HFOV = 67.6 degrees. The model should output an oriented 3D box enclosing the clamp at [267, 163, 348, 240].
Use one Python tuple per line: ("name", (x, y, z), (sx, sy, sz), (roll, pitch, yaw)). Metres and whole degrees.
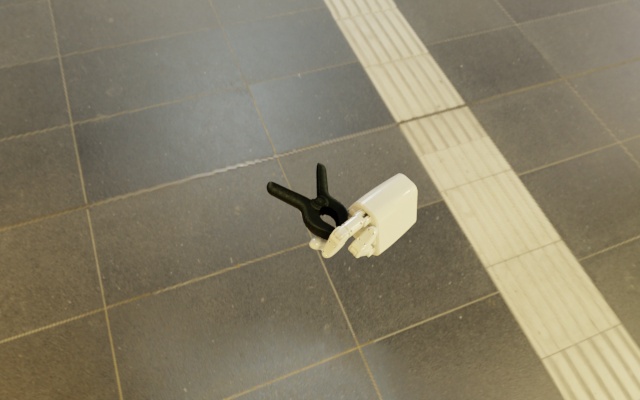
("clamp", (0.000, 0.003, 0.840), (0.120, 0.171, 0.039), (-35, -22, -24))
